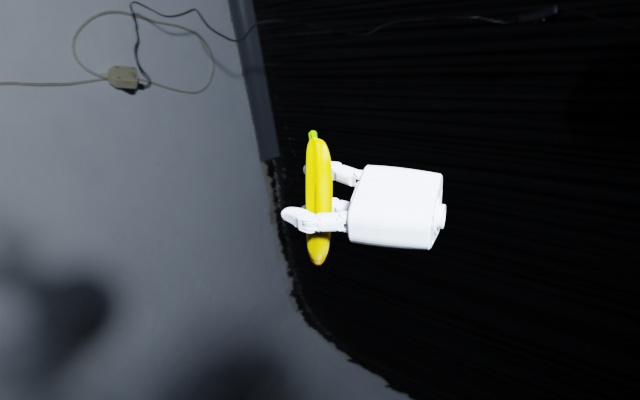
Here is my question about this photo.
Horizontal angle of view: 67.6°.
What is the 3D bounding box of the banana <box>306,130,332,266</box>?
[{"bbox_3d":[-0.001,0.001,0.670,0.037,0.198,0.069,1,6,4],"label":"banana"}]
